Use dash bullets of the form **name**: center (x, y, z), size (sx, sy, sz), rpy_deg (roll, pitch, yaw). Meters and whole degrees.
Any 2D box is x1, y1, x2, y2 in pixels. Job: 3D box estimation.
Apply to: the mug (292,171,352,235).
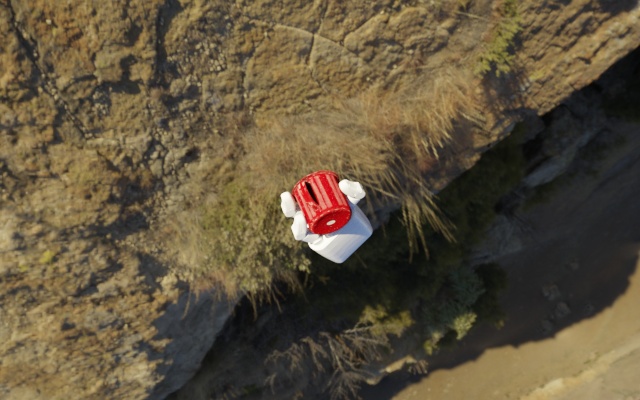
- **mug**: center (0.000, 0.002, 0.843), size (0.093, 0.081, 0.117), rpy_deg (-33, -33, 13)
